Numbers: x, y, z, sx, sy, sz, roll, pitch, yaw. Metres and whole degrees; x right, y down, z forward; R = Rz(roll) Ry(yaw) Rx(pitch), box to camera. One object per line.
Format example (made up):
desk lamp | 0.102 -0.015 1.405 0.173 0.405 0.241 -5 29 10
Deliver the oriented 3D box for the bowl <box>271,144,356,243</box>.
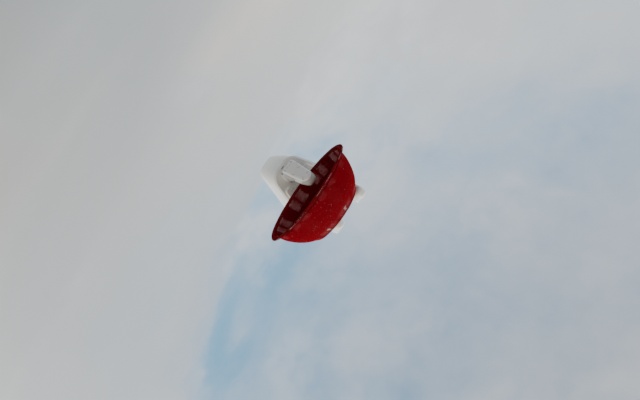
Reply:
bowl | 0.001 0.003 0.661 0.055 0.162 0.162 36 -8 -11
